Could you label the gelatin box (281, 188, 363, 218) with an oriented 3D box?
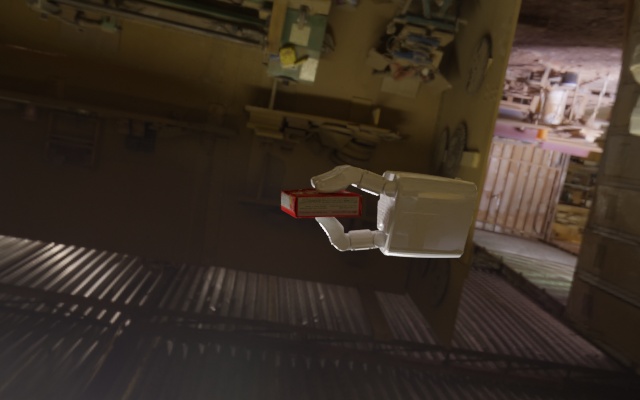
[{"bbox_3d":[0.000,0.002,0.619,0.089,0.030,0.073,-2,8,-18],"label":"gelatin box"}]
